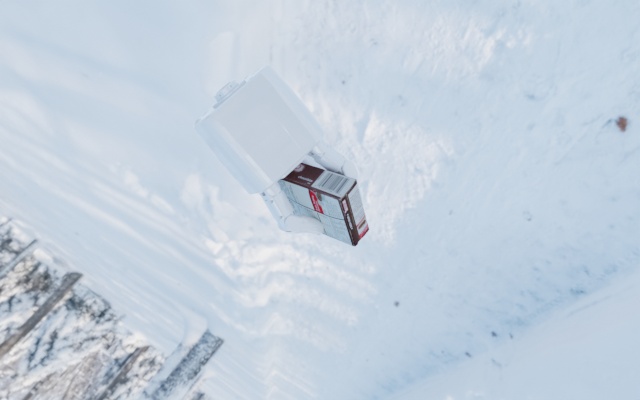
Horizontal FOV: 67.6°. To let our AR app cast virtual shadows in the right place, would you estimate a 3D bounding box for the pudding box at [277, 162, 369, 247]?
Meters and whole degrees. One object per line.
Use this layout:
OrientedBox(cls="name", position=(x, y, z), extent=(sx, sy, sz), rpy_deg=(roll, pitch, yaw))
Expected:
OrientedBox(cls="pudding box", position=(0.000, 0.002, 0.605), extent=(0.113, 0.090, 0.039), rpy_deg=(22, 57, 35))
